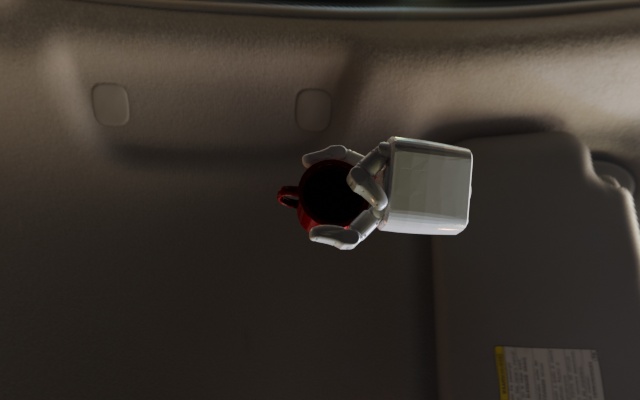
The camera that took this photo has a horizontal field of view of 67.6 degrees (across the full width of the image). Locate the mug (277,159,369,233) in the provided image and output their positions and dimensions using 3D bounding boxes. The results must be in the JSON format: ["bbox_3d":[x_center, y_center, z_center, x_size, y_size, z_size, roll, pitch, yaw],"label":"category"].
[{"bbox_3d":[-0.001,0.002,0.639,0.117,0.093,0.081,6,-20,-7],"label":"mug"}]
